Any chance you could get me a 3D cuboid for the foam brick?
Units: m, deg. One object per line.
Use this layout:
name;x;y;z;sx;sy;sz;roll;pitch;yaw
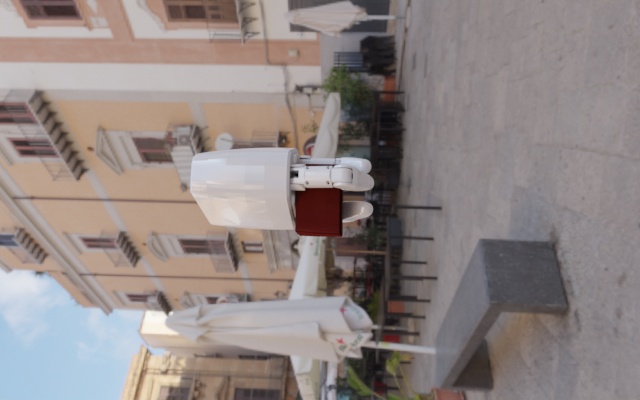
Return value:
foam brick;0.000;0.002;0.540;0.051;0.078;0.053;1;-9;3
